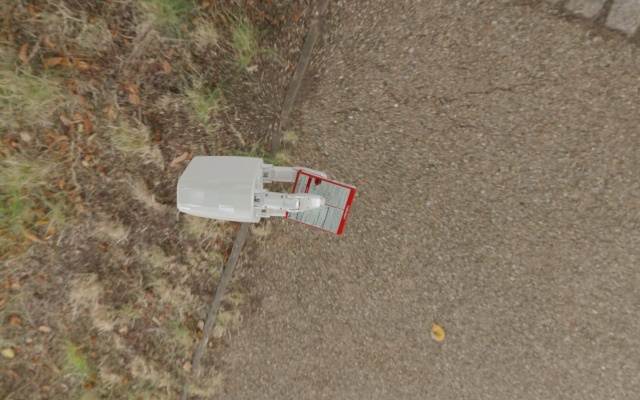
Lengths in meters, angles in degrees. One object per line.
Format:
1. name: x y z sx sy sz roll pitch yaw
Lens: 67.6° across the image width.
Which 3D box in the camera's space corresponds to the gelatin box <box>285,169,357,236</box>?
1. gelatin box: 0.000 0.002 0.697 0.089 0.073 0.030 17 10 2
